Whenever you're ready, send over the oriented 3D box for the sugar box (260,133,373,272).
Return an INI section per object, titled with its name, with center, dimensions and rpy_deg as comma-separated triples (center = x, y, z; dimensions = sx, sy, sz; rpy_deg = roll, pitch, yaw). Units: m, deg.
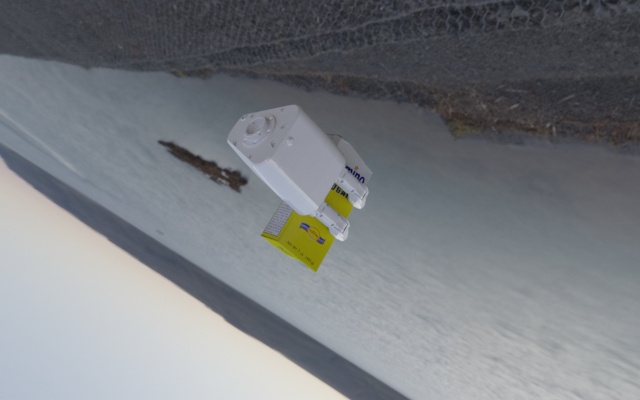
[sugar box]
center = 0.000, 0.002, 0.676
dimensions = 0.048, 0.176, 0.093
rpy_deg = 17, -21, 47
